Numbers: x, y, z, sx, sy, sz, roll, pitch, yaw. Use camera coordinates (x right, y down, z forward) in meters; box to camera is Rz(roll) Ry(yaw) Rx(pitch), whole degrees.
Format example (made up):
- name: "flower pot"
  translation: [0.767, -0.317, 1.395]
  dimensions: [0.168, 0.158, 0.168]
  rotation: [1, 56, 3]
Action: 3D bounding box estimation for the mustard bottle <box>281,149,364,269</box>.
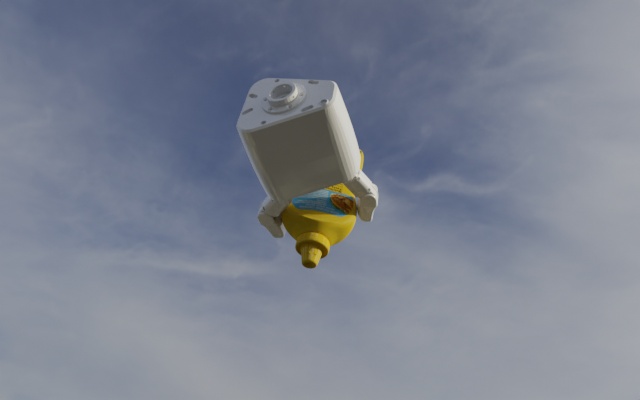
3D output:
- name: "mustard bottle"
  translation: [0.000, 0.002, 0.615]
  dimensions: [0.096, 0.191, 0.058]
  rotation: [12, -40, -2]
